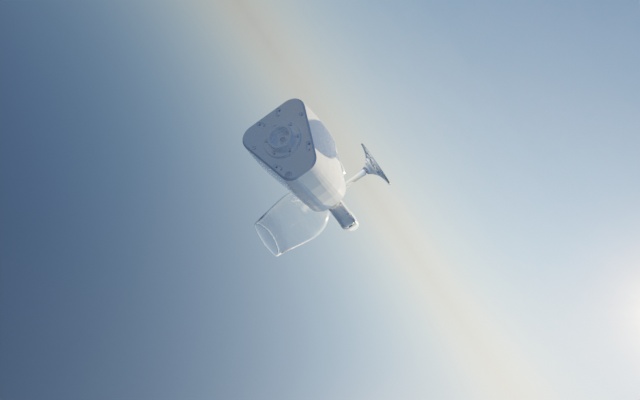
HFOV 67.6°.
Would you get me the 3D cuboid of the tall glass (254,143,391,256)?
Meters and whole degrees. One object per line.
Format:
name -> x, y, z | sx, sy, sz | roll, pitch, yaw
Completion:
tall glass -> 0.001, 0.002, 0.710 | 0.201, 0.079, 0.079 | -35, -4, 6
